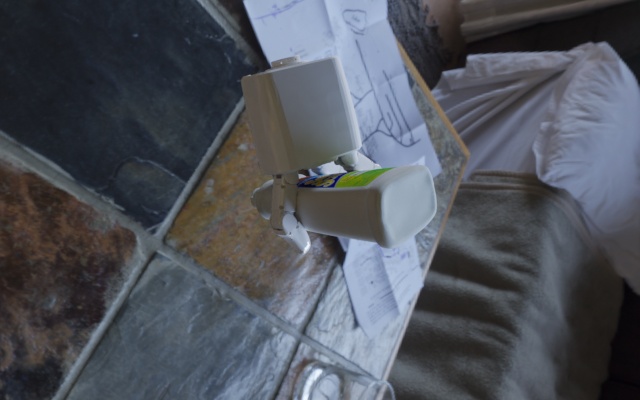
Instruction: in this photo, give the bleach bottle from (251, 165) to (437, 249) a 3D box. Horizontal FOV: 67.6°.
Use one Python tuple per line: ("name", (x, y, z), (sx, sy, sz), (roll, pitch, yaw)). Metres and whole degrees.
("bleach bottle", (0.000, 0.002, 0.550), (0.251, 0.068, 0.102), (1, 21, 45))
